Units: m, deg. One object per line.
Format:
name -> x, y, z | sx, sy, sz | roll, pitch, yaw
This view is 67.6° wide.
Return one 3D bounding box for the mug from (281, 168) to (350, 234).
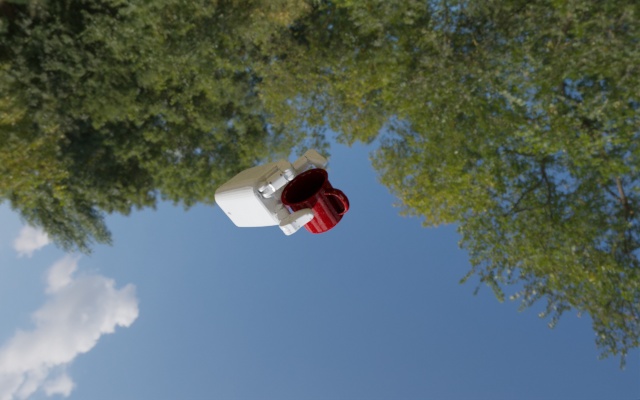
mug -> 0.001, 0.003, 0.831 | 0.117, 0.093, 0.081 | -5, -48, 38
